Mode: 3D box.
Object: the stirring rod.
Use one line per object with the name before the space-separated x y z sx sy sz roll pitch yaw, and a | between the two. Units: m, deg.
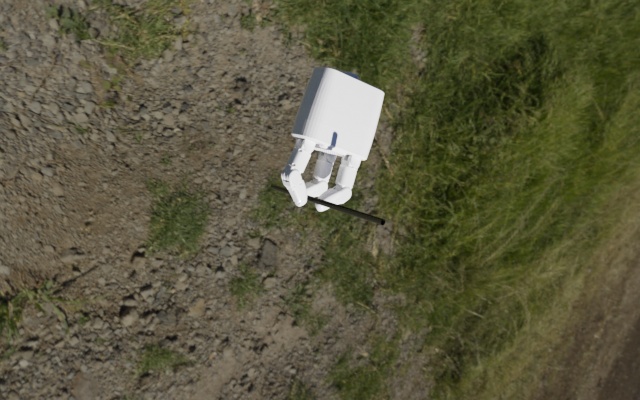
stirring rod | 0.000 0.002 0.676 0.011 0.011 0.239 0 12 -41
